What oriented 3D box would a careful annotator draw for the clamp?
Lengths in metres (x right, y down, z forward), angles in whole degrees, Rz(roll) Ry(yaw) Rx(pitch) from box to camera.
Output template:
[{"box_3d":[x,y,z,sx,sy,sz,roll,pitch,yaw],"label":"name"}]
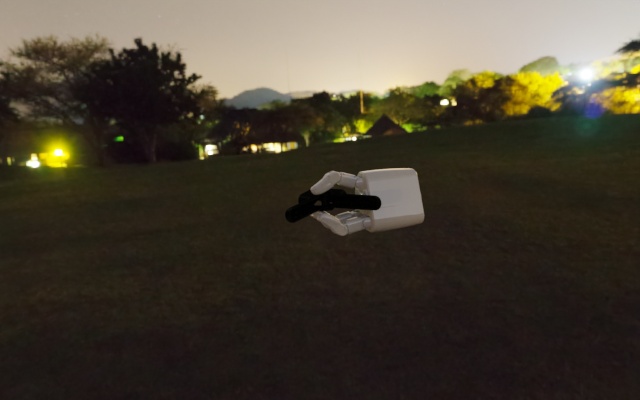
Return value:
[{"box_3d":[0.000,0.002,0.885,0.164,0.036,0.210,-8,10,-14],"label":"clamp"}]
